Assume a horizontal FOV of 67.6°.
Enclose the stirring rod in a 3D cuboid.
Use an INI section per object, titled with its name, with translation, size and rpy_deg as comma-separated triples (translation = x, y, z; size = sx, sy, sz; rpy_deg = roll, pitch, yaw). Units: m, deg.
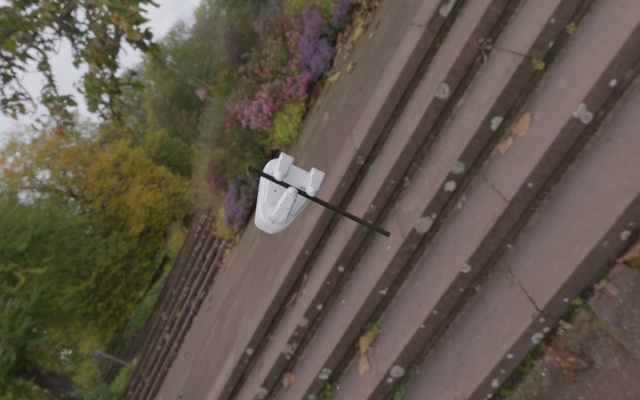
[stirring rod]
translation = 0.000, 0.002, 0.726
size = 0.239, 0.011, 0.011
rpy_deg = 26, -4, -9
